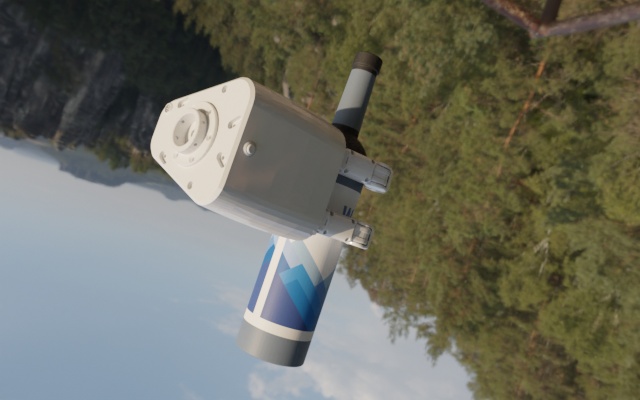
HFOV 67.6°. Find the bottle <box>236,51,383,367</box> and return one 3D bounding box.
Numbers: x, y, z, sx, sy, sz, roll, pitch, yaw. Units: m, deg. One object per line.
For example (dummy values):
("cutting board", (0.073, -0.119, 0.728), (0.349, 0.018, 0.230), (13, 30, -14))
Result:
("bottle", (0.000, 0.002, 0.451), (0.069, 0.295, 0.069), (19, -4, 1))
